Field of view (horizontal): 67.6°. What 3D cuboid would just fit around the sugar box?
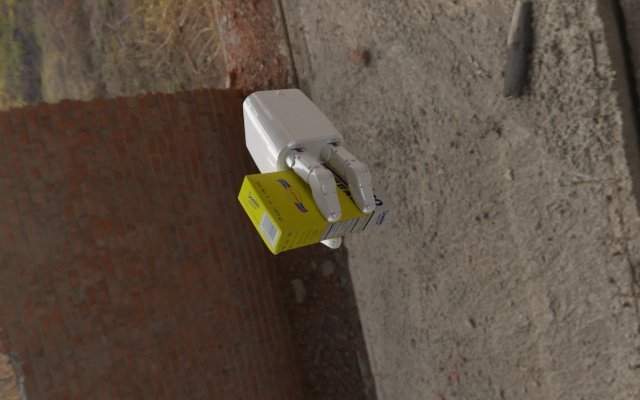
[{"bbox_3d":[0.000,0.001,0.586,0.176,0.093,0.048,-14,-36,-35],"label":"sugar box"}]
